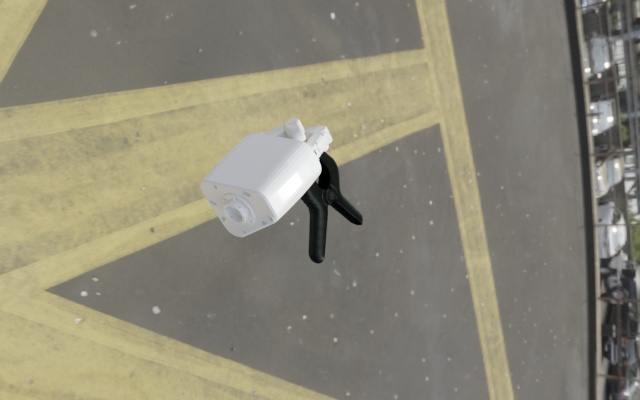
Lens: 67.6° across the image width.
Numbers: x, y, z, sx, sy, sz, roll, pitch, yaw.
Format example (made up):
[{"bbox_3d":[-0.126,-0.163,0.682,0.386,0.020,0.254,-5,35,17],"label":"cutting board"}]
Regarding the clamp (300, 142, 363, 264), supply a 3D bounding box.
[{"bbox_3d":[0.001,0.002,0.686,0.039,0.171,0.120,-4,35,39],"label":"clamp"}]
